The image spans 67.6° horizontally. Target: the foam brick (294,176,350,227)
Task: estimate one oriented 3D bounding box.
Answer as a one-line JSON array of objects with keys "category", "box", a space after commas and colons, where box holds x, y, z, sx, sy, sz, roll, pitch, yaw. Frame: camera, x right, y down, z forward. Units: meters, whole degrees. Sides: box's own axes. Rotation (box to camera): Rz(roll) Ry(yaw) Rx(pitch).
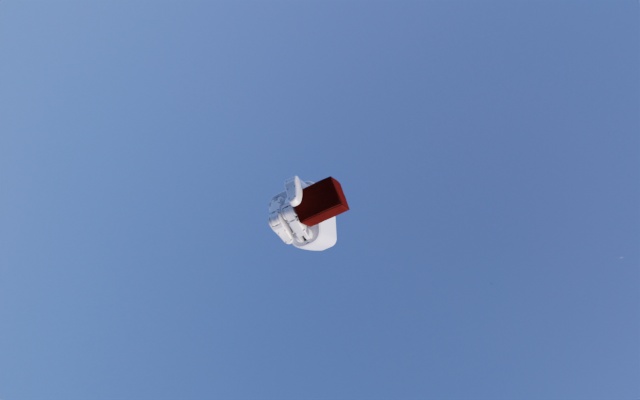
[{"category": "foam brick", "box": [0.000, 0.003, 0.788, 0.078, 0.053, 0.051, -24, -18, 15]}]
